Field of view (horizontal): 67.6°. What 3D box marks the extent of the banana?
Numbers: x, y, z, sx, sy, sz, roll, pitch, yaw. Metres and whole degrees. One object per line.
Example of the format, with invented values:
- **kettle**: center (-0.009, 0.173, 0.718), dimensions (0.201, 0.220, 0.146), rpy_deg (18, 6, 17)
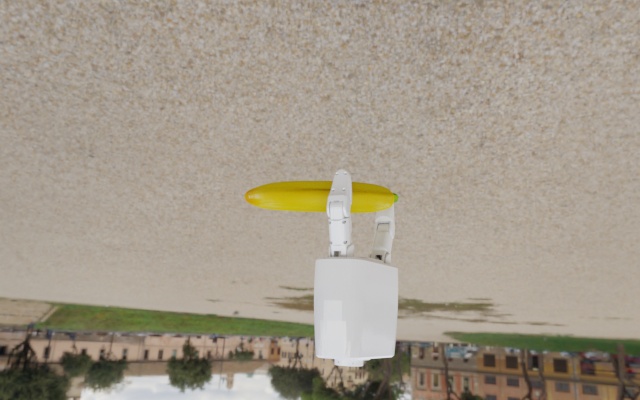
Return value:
- **banana**: center (0.005, -0.002, 0.581), dimensions (0.198, 0.037, 0.070), rpy_deg (2, -13, -5)
